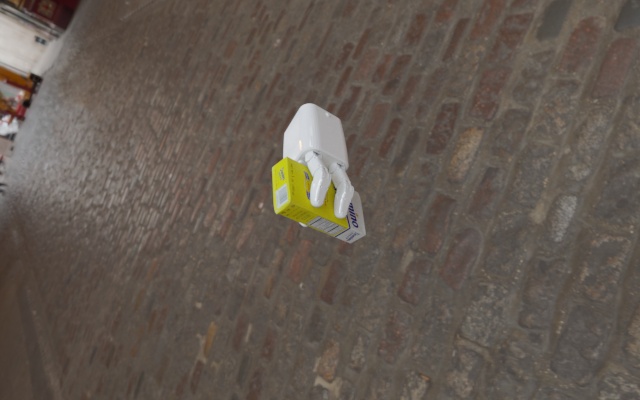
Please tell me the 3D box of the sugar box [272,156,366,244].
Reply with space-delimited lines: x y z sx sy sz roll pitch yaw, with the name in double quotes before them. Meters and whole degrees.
"sugar box" 0.000 0.002 0.806 0.176 0.093 0.048 22 -42 -36
